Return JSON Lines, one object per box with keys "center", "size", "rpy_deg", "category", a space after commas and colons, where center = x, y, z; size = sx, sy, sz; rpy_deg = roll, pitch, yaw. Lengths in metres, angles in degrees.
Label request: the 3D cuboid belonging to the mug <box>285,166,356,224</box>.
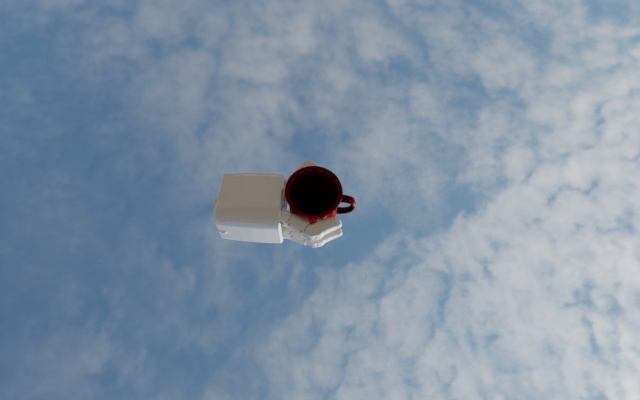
{"center": [0.002, 0.003, 0.800], "size": [0.117, 0.093, 0.081], "rpy_deg": [4, -25, 0], "category": "mug"}
